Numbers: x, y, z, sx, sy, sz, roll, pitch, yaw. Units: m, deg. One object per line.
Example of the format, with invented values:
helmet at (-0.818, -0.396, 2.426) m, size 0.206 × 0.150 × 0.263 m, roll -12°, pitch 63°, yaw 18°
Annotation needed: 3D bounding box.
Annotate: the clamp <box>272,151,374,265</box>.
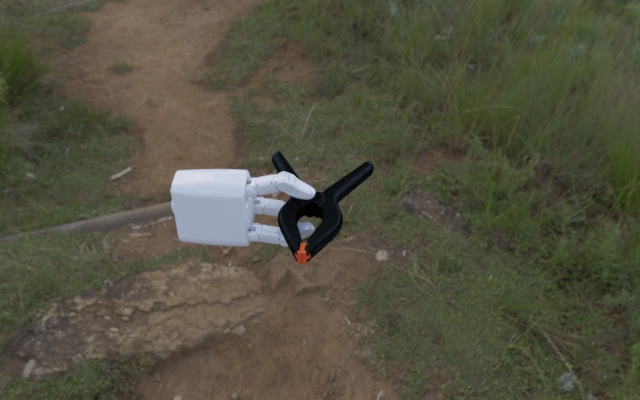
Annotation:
clamp at (0.000, 0.002, 0.714) m, size 0.164 × 0.209 × 0.036 m, roll 1°, pitch -42°, yaw 2°
